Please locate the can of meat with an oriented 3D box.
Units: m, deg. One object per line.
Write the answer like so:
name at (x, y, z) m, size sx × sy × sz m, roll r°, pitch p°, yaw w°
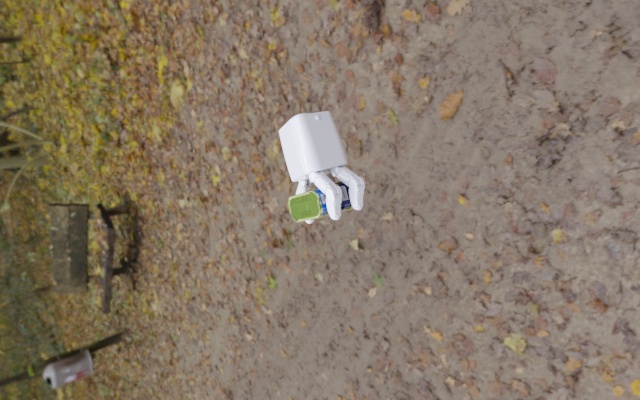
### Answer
can of meat at (0.000, 0.003, 0.897) m, size 0.084 × 0.057 × 0.102 m, roll -16°, pitch 1°, yaw -38°
